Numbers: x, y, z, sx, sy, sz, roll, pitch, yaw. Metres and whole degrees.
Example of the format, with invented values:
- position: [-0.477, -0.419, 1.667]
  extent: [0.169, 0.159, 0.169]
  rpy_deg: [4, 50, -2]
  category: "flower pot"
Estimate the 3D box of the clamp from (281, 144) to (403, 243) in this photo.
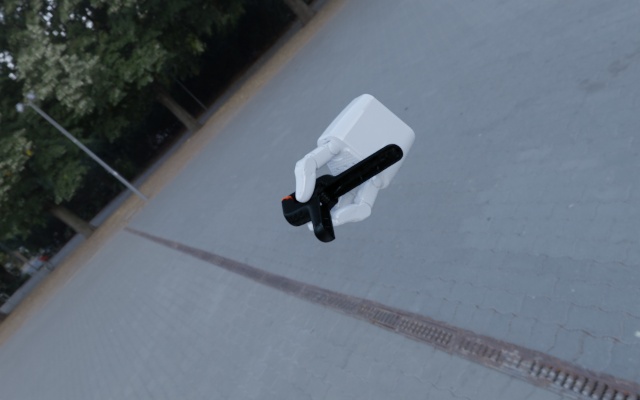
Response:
- position: [-0.001, 0.001, 0.641]
  extent: [0.210, 0.036, 0.164]
  rpy_deg: [-16, 28, 53]
  category: "clamp"
